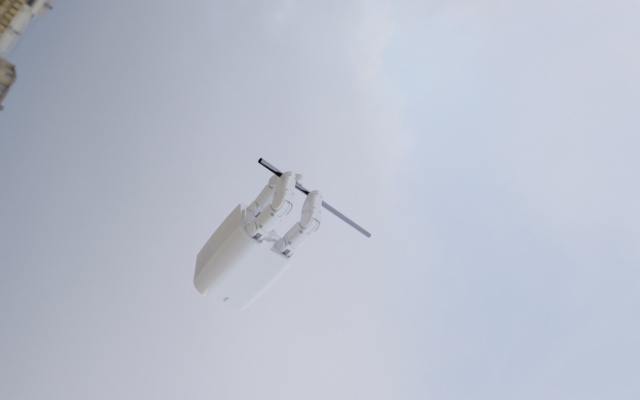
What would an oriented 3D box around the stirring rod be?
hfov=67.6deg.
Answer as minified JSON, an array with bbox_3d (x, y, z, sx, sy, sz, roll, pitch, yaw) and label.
[{"bbox_3d":[0.000,0.002,0.685,0.011,0.011,0.240,0,-26,46],"label":"stirring rod"}]
